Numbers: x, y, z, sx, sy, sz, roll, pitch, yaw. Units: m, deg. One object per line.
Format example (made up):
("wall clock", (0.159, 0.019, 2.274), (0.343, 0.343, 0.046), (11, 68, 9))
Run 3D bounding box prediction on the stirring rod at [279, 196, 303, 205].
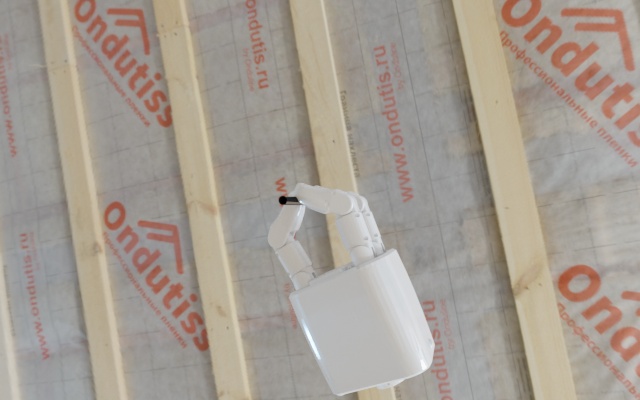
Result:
("stirring rod", (0.000, 0.002, 0.532), (0.011, 0.011, 0.239), (0, -1, 16))
